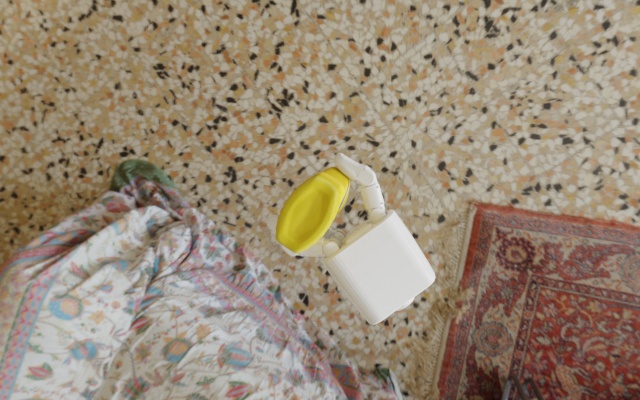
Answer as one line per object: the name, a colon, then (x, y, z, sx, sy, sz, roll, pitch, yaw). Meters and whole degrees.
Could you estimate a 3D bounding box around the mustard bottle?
mustard bottle: (0.000, 0.002, 0.627, 0.058, 0.096, 0.191, 32, 13, 4)
